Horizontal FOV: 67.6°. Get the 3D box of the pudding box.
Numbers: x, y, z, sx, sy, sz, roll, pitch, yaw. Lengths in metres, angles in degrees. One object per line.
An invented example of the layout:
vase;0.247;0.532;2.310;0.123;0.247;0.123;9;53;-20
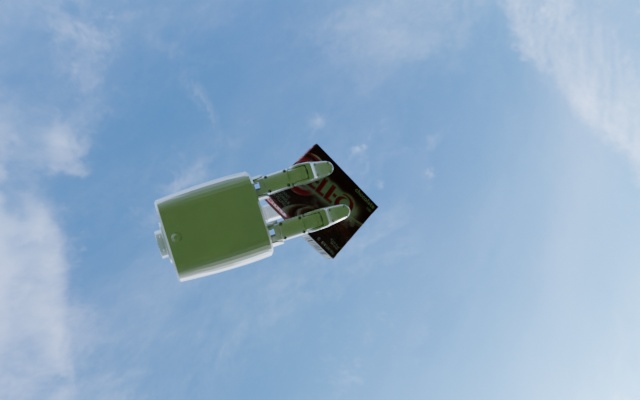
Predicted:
pudding box;0.000;0.002;0.582;0.090;0.113;0.039;-47;9;-18
